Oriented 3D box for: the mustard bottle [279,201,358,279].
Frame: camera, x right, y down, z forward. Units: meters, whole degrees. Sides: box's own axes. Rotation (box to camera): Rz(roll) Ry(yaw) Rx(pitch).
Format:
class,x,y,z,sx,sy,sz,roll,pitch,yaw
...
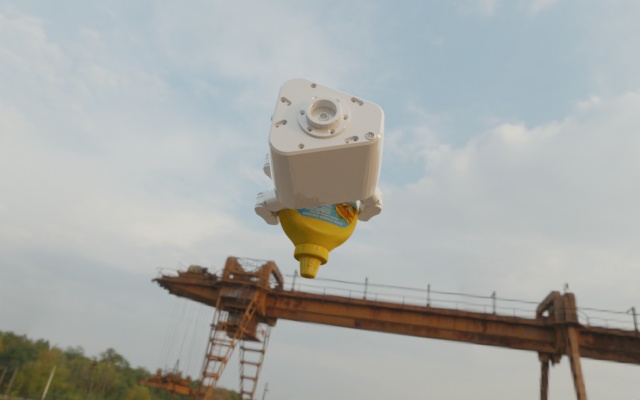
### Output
class,x,y,z,sx,sy,sz,roll,pitch,yaw
mustard bottle,0.000,0.002,0.585,0.096,0.191,0.058,18,-28,-16
